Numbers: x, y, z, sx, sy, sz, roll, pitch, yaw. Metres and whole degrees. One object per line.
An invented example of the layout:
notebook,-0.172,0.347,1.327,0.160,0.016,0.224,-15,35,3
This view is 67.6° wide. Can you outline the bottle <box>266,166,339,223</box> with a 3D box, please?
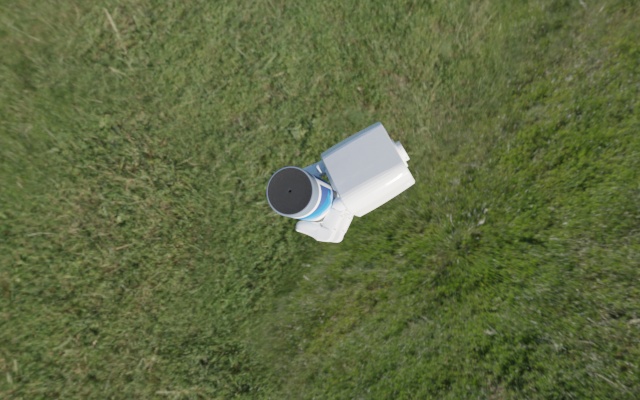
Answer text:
bottle,0.000,0.002,0.762,0.069,0.069,0.296,0,-6,16
